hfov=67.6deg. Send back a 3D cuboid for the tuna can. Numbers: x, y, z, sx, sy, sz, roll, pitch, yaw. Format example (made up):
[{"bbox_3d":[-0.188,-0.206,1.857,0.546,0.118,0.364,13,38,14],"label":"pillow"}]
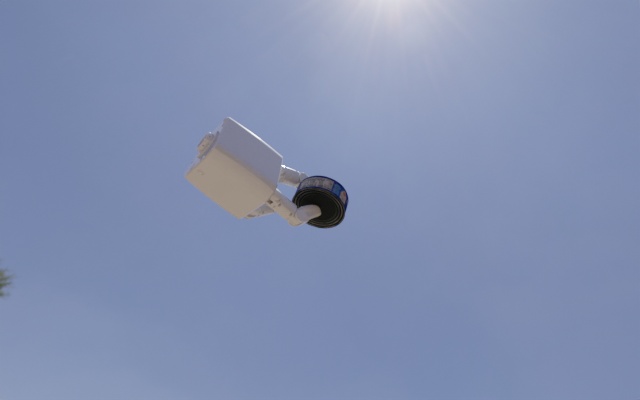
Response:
[{"bbox_3d":[0.000,0.002,0.750,0.086,0.086,0.033,0,42,19],"label":"tuna can"}]
